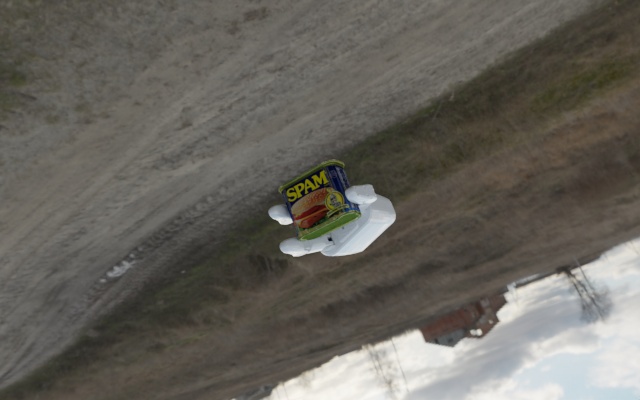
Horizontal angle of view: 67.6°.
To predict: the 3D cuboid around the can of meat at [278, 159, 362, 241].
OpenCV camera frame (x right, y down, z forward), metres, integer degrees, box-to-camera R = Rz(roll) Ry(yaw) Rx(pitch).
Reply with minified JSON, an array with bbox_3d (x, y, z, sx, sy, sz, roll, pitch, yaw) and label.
[{"bbox_3d":[0.000,0.003,0.691,0.102,0.084,0.057,-28,-17,22],"label":"can of meat"}]
